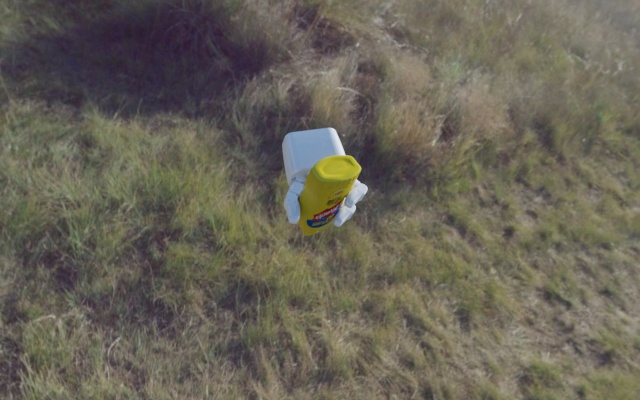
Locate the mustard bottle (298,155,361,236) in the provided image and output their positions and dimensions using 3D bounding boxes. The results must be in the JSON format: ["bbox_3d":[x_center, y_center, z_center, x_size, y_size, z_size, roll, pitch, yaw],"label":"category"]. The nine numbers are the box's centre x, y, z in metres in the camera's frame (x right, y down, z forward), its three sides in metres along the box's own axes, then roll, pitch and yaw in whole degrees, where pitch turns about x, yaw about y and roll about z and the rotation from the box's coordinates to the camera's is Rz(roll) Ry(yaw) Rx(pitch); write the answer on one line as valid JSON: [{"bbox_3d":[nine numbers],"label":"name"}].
[{"bbox_3d":[0.000,0.003,0.871,0.096,0.058,0.192,-22,-28,-35],"label":"mustard bottle"}]
